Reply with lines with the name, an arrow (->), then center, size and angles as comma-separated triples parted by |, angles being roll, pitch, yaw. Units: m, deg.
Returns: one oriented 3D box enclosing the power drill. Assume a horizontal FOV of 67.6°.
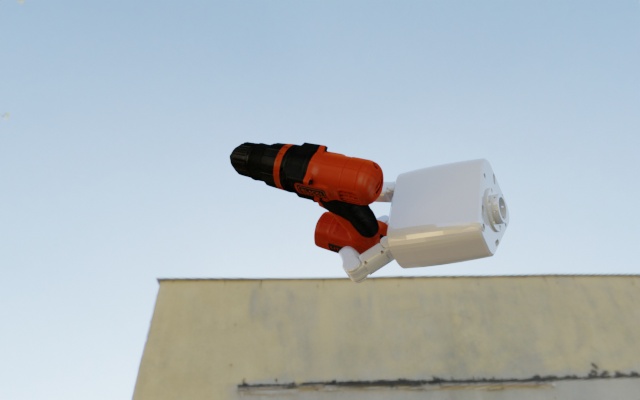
power drill -> 0.000, 0.002, 0.567 | 0.184, 0.057, 0.188 | 14, -23, 29
